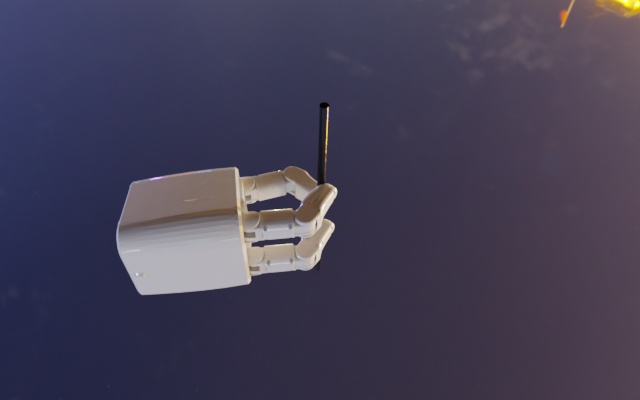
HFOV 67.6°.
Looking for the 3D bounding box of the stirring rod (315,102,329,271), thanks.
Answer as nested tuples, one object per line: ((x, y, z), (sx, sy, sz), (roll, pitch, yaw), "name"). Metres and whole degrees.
((0.000, 0.001, 0.480), (0.011, 0.011, 0.240), (0, -41, -2), "stirring rod")
